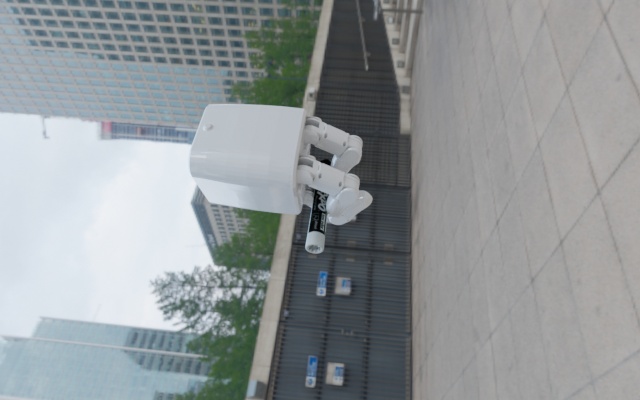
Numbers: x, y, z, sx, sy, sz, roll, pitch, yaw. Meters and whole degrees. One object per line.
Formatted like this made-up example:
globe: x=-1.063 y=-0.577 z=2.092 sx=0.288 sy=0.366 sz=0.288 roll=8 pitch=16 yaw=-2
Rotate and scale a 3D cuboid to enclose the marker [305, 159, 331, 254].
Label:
marker: x=0.000 y=0.002 z=0.518 sx=0.020 sy=0.121 sz=0.020 roll=5 pitch=-38 yaw=4
